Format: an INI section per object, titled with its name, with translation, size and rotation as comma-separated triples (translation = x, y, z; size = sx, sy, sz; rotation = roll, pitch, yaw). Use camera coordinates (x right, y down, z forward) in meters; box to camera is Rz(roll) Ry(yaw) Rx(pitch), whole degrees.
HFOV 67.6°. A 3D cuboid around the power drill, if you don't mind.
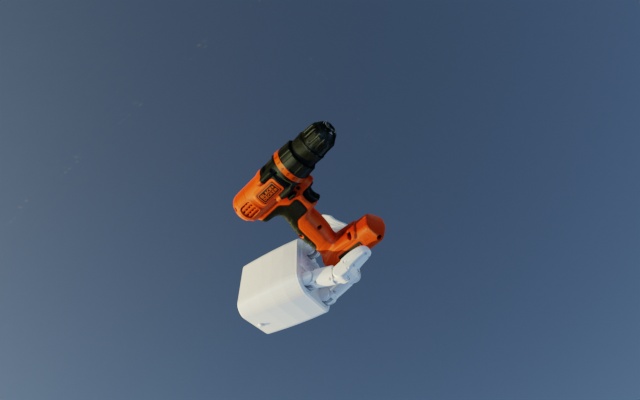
[power drill]
translation = 0.000, 0.003, 0.659
size = 0.184, 0.188, 0.057
rotation = -40, 20, 27
